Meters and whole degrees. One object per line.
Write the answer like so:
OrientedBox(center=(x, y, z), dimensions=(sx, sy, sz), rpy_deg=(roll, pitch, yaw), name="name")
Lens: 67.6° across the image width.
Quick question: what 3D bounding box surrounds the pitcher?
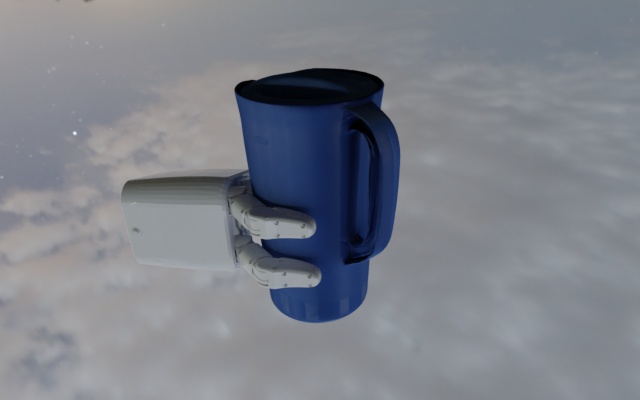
OrientedBox(center=(0.000, 0.002, 0.469), dimensions=(0.145, 0.243, 0.149), rpy_deg=(1, 27, 7), name="pitcher")
